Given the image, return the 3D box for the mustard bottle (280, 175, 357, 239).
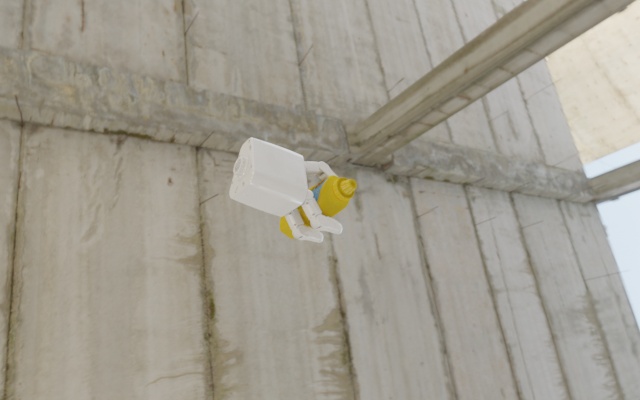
[{"bbox_3d":[0.000,0.003,0.890,0.058,0.096,0.192,40,-39,-17],"label":"mustard bottle"}]
